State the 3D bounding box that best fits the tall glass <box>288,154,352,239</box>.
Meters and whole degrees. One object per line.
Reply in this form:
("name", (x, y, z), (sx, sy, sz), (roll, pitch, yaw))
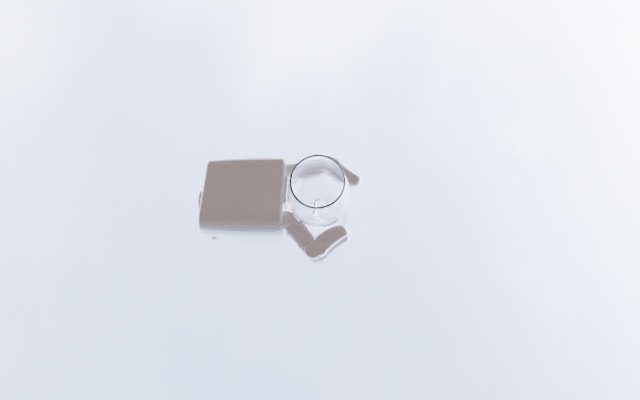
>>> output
("tall glass", (0.000, 0.002, 0.619), (0.079, 0.079, 0.201), (0, -14, 2))
